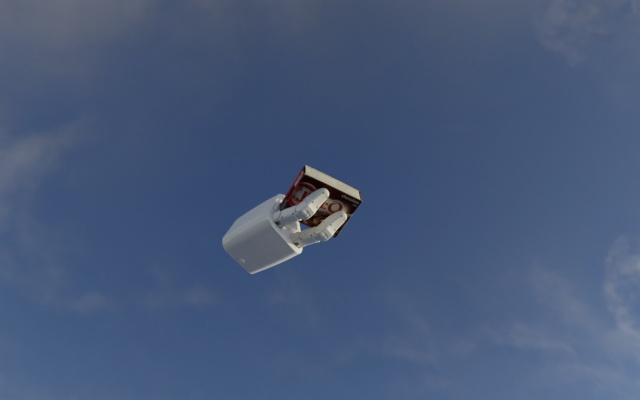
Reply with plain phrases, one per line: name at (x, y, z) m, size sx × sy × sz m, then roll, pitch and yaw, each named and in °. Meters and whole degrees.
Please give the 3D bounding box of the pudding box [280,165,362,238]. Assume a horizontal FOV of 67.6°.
pudding box at (0.000, 0.003, 0.809) m, size 0.113 × 0.090 × 0.039 m, roll 23°, pitch 32°, yaw -18°
